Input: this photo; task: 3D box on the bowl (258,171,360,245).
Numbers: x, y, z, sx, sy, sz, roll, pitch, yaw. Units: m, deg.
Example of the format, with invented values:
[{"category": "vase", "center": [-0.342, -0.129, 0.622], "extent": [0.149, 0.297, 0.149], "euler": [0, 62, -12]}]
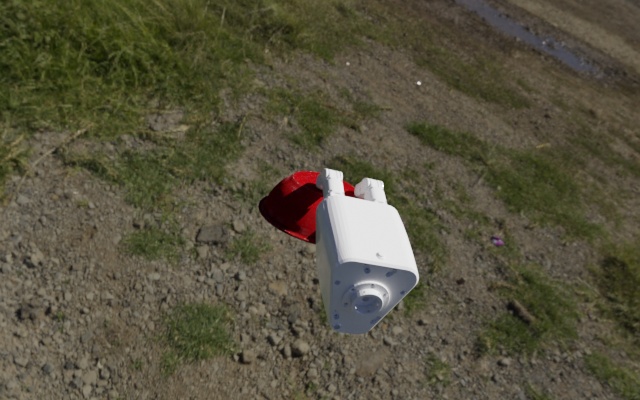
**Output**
[{"category": "bowl", "center": [0.000, 0.001, 0.653], "extent": [0.162, 0.055, 0.162], "euler": [15, 19, -5]}]
